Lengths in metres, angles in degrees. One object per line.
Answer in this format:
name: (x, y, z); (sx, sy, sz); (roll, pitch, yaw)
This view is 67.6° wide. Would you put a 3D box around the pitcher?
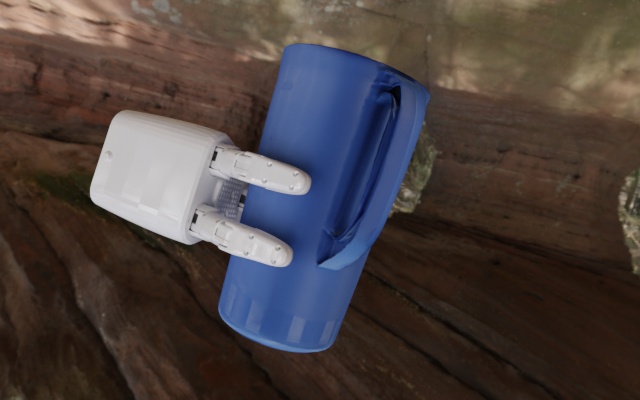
pitcher: (0.000, 0.001, 0.410); (0.145, 0.243, 0.149); (18, 2, 18)
